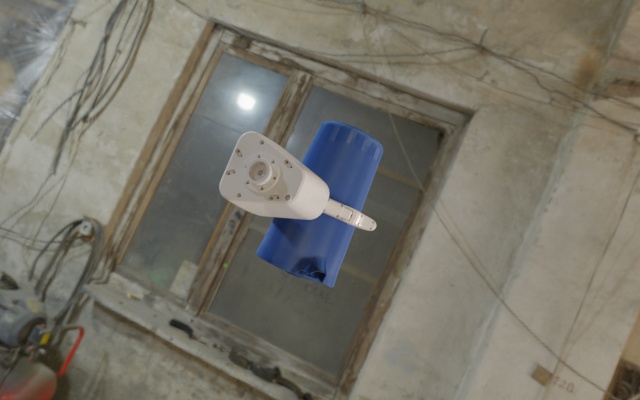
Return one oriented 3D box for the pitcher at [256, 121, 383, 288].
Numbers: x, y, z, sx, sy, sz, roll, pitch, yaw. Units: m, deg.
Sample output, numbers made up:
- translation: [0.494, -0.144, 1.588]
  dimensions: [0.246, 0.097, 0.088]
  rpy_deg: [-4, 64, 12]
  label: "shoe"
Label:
- translation: [0.000, 0.002, 0.763]
  dimensions: [0.149, 0.243, 0.145]
  rpy_deg: [23, -3, 20]
  label: "pitcher"
